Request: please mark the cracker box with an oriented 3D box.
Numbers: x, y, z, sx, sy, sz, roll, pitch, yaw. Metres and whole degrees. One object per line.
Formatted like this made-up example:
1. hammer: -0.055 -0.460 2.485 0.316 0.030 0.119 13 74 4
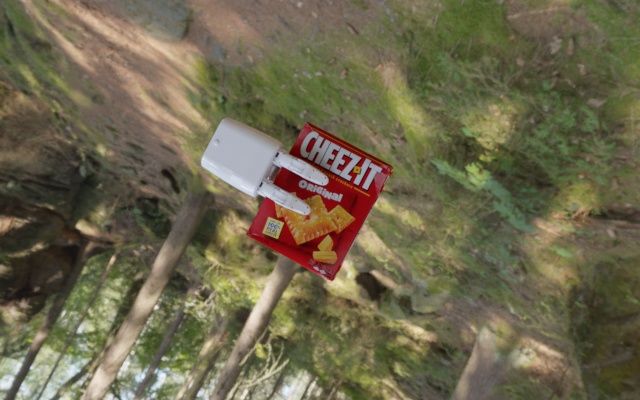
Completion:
1. cracker box: 0.000 0.003 0.796 0.164 0.213 0.072 28 1 7
